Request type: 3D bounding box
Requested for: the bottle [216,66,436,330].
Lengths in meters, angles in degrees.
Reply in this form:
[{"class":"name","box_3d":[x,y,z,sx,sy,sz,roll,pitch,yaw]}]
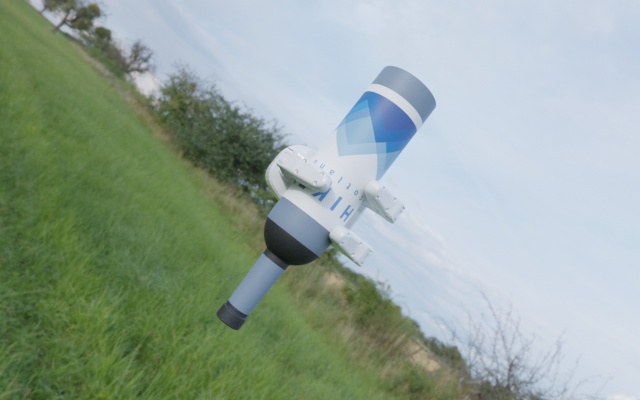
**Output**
[{"class":"bottle","box_3d":[0.000,0.001,0.473,0.069,0.295,0.069,38,-5,4]}]
